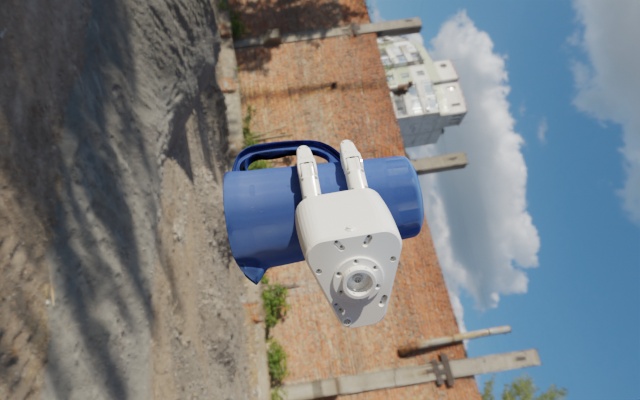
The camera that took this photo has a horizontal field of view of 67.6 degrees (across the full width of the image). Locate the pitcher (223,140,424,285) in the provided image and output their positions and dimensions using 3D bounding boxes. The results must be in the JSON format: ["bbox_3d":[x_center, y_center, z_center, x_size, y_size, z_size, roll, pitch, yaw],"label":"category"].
[{"bbox_3d":[0.000,0.002,0.621,0.243,0.149,0.145,-9,21,-3],"label":"pitcher"}]
